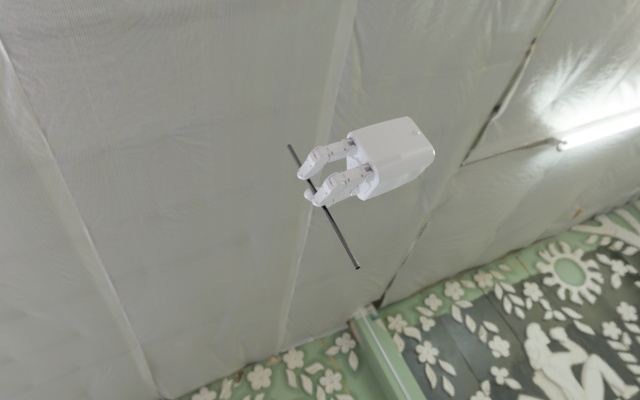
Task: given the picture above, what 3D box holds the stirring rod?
[{"bbox_3d":[0.000,0.002,0.720,0.011,0.239,0.011,-22,-30,-13],"label":"stirring rod"}]
